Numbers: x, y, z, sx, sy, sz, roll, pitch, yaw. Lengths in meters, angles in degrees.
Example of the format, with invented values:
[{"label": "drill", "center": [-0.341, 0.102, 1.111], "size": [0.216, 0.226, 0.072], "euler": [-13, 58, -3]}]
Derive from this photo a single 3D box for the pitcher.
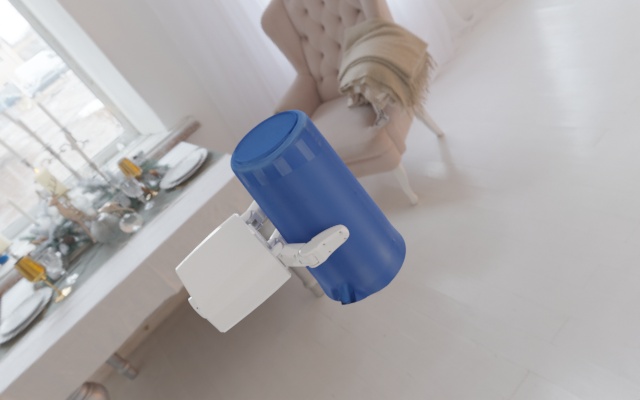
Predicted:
[{"label": "pitcher", "center": [0.000, 0.002, 0.614], "size": [0.145, 0.243, 0.149], "euler": [-42, 31, -9]}]
